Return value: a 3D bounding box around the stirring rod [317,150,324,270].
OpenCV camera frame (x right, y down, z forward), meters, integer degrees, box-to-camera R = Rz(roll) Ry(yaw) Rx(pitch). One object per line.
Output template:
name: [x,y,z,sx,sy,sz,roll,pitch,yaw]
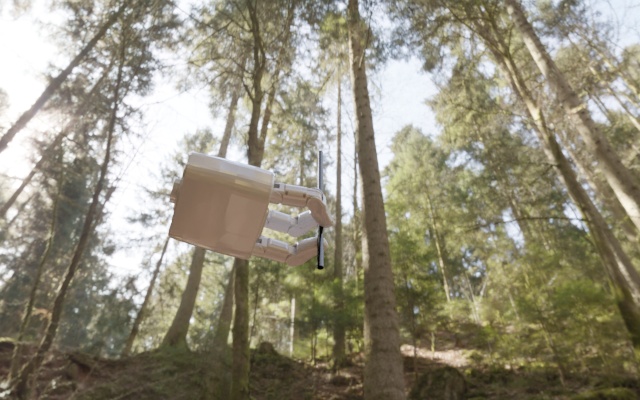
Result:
stirring rod: [0.000,0.002,0.662,0.011,0.011,0.239,0,41,0]
